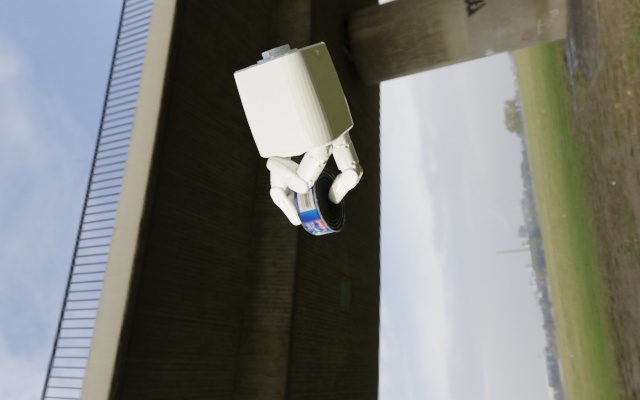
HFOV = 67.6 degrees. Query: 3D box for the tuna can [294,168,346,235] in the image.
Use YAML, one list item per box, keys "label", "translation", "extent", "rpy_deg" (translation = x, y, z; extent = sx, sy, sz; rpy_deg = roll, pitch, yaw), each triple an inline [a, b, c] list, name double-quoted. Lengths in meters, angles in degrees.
- label: "tuna can"
  translation: [0.000, 0.002, 0.631]
  extent: [0.034, 0.086, 0.086]
  rpy_deg: [-14, -6, 26]
